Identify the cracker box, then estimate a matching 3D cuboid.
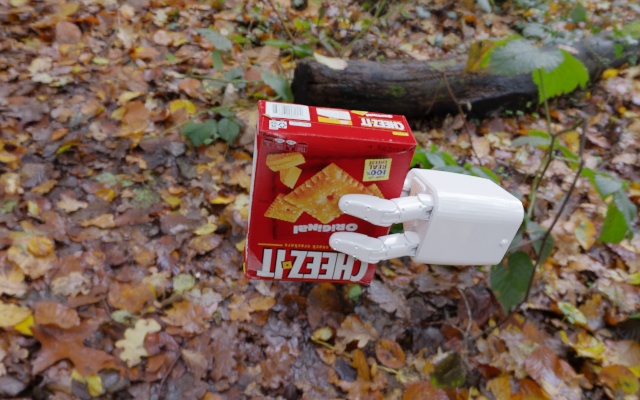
[{"bbox_3d":[0.000,0.002,0.554,0.164,0.214,0.072,4,37,-10],"label":"cracker box"}]
